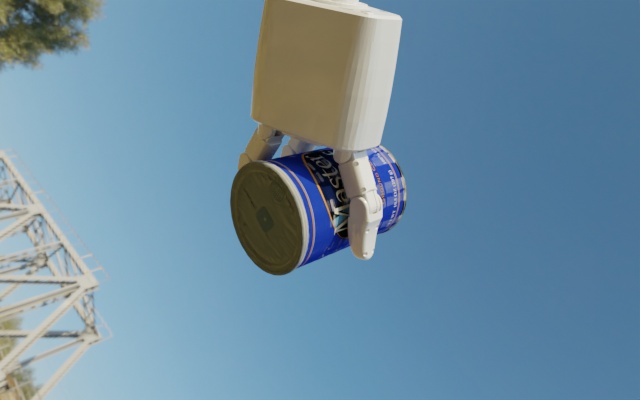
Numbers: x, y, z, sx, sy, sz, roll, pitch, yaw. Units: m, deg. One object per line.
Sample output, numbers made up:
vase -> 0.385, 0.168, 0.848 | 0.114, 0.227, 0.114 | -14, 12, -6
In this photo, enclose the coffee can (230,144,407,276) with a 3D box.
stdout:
coffee can -> 0.000, 0.002, 0.461 | 0.140, 0.103, 0.103 | -17, 12, -42
